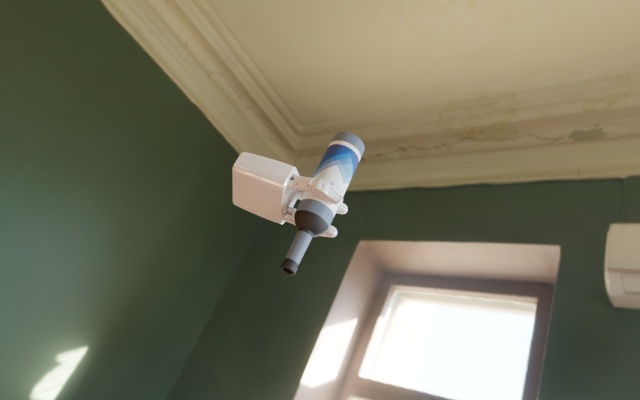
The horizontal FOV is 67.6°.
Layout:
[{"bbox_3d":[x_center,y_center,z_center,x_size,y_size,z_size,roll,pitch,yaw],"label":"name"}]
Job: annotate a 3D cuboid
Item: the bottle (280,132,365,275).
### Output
[{"bbox_3d":[0.000,0.003,0.870,0.069,0.295,0.069,19,-30,12],"label":"bottle"}]
